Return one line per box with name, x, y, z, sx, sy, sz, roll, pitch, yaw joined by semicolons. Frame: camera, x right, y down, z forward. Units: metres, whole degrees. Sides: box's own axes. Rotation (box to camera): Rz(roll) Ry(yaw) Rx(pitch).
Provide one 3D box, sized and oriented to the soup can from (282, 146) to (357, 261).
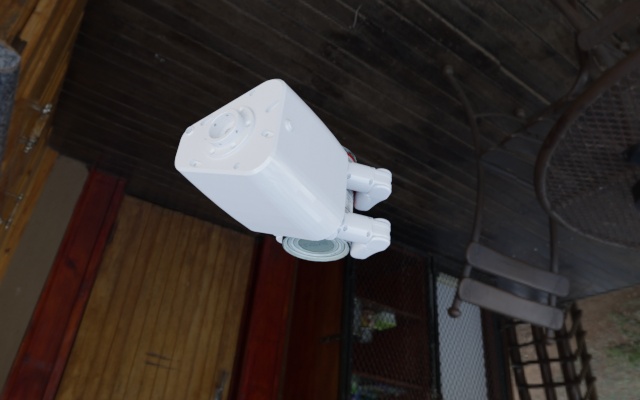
soup can;0.000;0.002;0.481;0.068;0.102;0.068;4;-30;3
